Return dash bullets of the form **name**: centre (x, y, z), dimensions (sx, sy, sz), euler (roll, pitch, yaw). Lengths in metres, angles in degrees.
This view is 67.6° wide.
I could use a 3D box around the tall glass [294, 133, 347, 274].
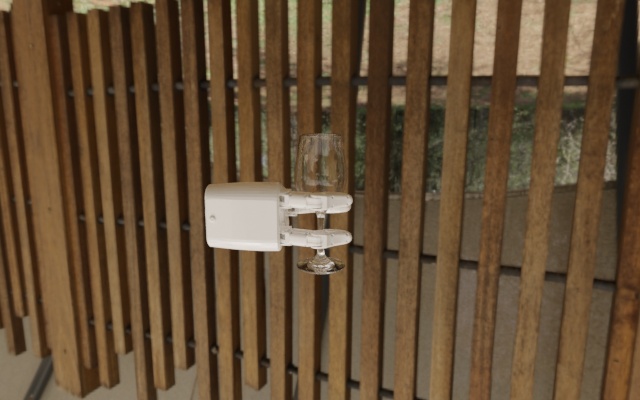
- **tall glass**: centre (0.000, 0.003, 0.711), dimensions (0.079, 0.201, 0.079), euler (0, 12, 0)
